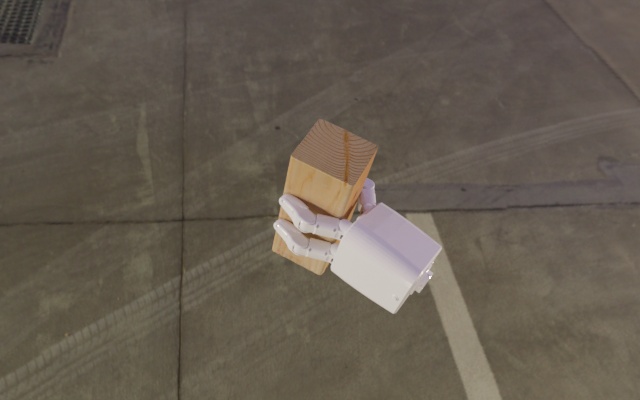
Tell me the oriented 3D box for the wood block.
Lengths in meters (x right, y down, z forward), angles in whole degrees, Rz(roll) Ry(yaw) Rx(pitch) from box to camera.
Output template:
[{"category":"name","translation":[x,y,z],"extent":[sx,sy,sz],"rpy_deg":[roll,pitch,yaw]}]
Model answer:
[{"category":"wood block","translation":[0.001,0.002,0.681],"extent":[0.090,0.206,0.090],"rpy_deg":[26,49,9]}]
